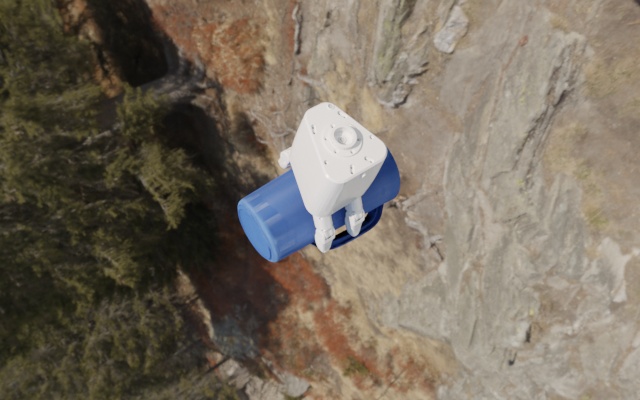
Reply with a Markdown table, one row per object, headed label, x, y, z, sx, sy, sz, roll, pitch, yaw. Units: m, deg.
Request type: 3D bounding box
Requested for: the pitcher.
| label | x | y | z | sx | sy | sz | roll | pitch | yaw |
| --- | --- | --- | --- | --- | --- | --- | --- | --- | --- |
| pitcher | 0.000 | 0.002 | 0.760 | 0.243 | 0.149 | 0.145 | -30 | -12 | -23 |
